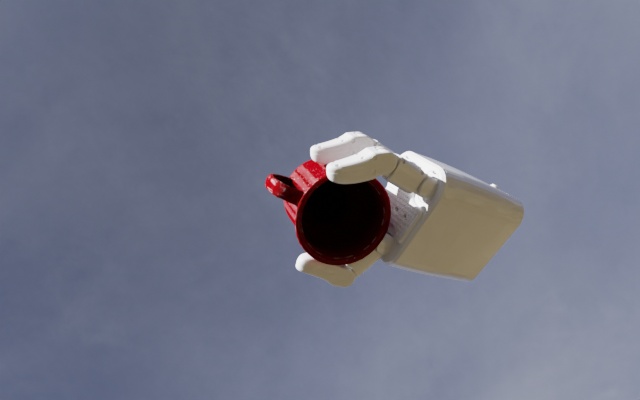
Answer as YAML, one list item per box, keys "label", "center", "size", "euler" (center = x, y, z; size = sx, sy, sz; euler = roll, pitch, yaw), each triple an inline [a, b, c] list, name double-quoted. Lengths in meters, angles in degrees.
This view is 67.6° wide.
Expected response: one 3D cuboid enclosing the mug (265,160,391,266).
- label: "mug"
  center: [-0.001, 0.001, 0.466]
  size: [0.117, 0.093, 0.081]
  euler: [18, 11, -22]
